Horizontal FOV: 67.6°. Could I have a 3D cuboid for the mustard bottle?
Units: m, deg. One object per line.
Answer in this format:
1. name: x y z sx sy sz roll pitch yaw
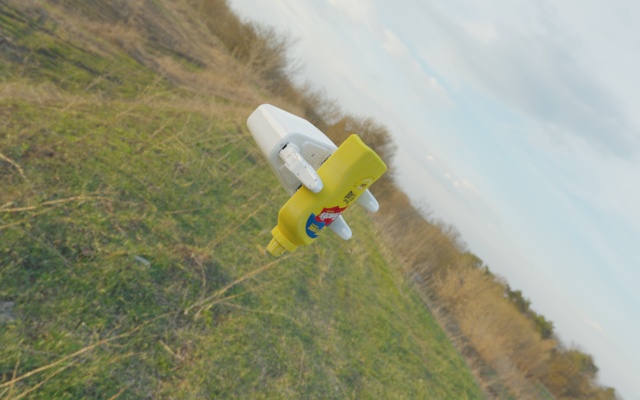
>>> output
1. mustard bottle: 0.000 0.002 0.636 0.058 0.191 0.096 47 7 20
